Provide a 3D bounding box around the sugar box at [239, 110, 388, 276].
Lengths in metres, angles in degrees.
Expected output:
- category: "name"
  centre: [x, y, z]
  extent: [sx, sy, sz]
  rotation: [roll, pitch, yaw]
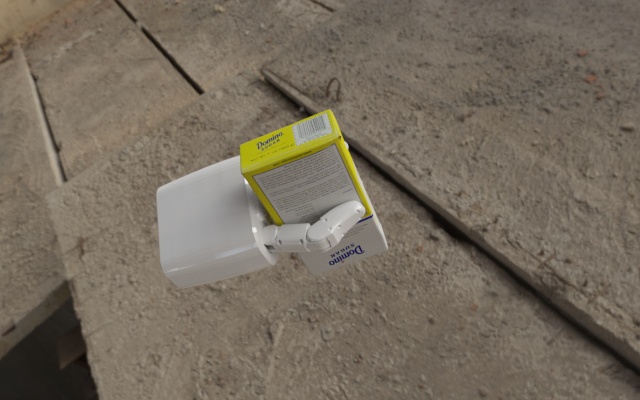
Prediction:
- category: "sugar box"
  centre: [0.000, 0.001, 0.478]
  extent: [0.093, 0.048, 0.176]
  rotation: [-20, -42, 8]
